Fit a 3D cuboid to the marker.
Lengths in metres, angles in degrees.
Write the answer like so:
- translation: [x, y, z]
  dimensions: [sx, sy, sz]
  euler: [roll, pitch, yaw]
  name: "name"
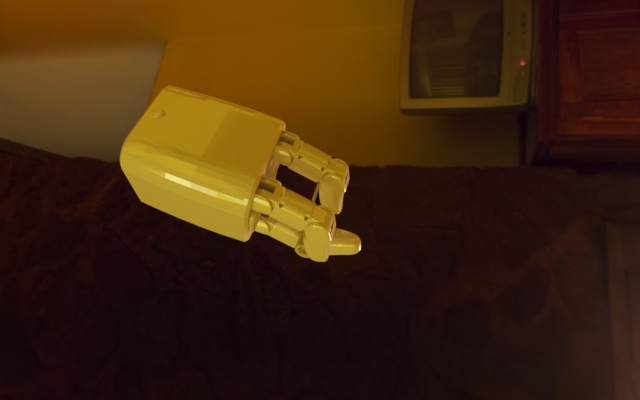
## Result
- translation: [0.000, 0.002, 0.463]
  dimensions: [0.020, 0.121, 0.020]
  euler: [10, -40, 9]
  name: "marker"
